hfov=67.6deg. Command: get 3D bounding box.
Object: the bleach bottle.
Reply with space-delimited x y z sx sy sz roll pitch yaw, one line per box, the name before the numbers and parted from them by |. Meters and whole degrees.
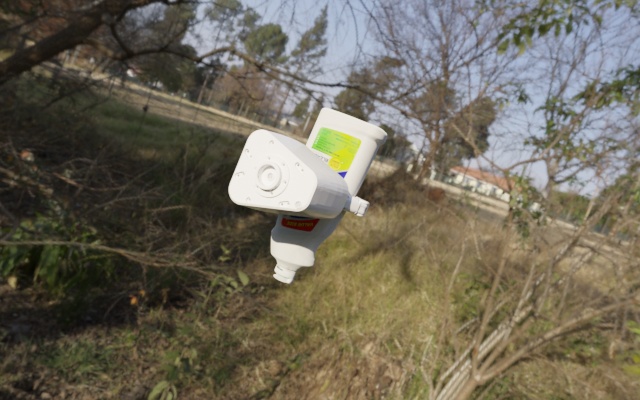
bleach bottle | 0.000 0.002 0.682 0.102 0.251 0.068 24 4 20
